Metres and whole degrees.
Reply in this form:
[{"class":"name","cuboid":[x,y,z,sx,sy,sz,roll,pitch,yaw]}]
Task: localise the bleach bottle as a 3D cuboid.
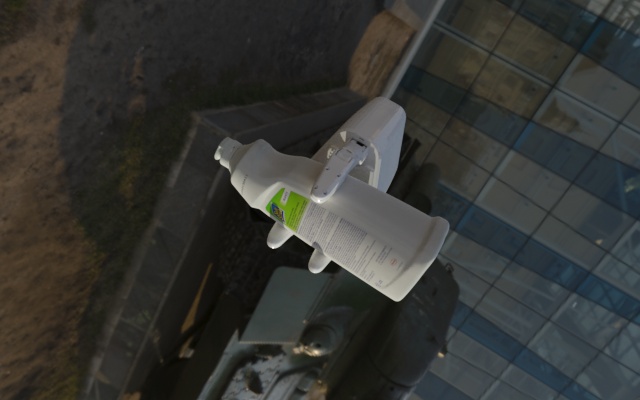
[{"class":"bleach bottle","cuboid":[0.000,0.002,0.505,0.251,0.103,0.068,32,43,7]}]
